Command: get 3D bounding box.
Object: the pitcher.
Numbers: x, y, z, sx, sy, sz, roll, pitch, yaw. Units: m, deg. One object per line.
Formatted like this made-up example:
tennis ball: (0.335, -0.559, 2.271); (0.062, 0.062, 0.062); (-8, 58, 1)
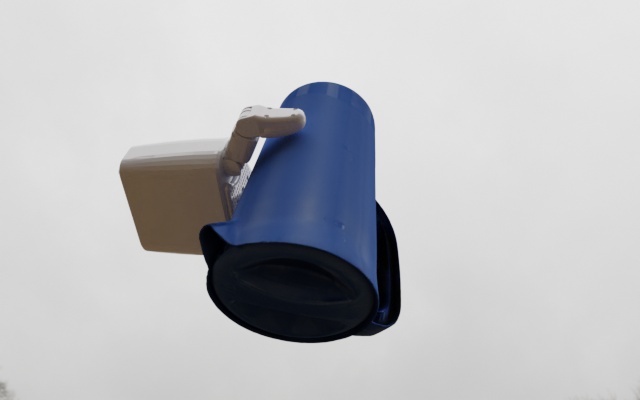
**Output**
pitcher: (0.000, 0.001, 0.447); (0.145, 0.149, 0.242); (-2, 44, 12)
